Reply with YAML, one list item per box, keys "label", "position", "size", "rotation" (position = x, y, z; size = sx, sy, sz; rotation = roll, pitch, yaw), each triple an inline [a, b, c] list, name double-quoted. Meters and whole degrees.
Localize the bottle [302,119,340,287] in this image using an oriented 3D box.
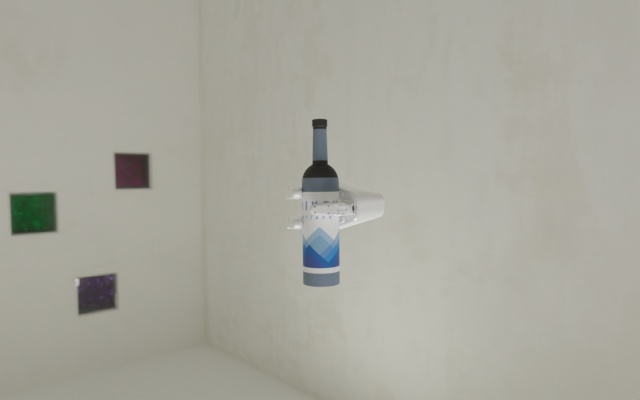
- label: "bottle"
  position: [0.000, 0.003, 0.857]
  size: [0.069, 0.296, 0.069]
  rotation: [-1, 2, 0]
